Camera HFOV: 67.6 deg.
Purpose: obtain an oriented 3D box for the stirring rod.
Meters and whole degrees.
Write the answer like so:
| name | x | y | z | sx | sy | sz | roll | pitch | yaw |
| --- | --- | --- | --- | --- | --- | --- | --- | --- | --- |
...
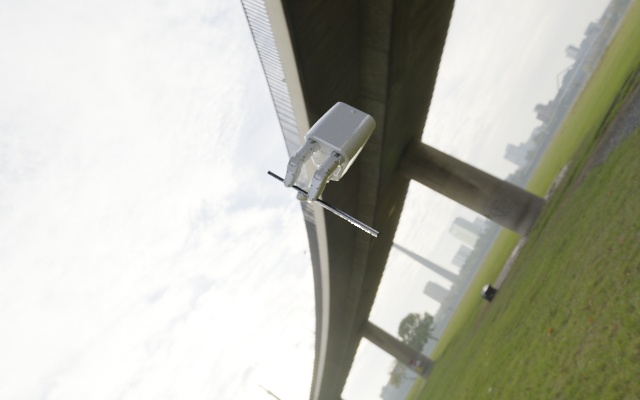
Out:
| name | x | y | z | sx | sy | sz | roll | pitch | yaw |
| --- | --- | --- | --- | --- | --- | --- | --- | --- | --- |
| stirring rod | 0.000 | 0.003 | 0.862 | 0.239 | 0.011 | 0.011 | 30 | 10 | 19 |
